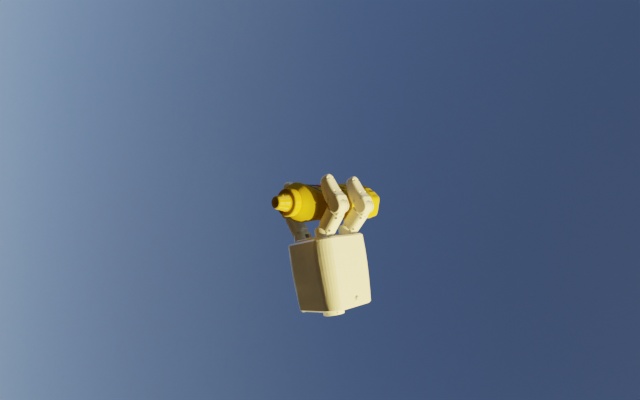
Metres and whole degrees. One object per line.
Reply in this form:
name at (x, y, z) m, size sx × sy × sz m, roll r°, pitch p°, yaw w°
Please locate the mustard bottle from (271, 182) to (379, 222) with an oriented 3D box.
mustard bottle at (0.000, 0.002, 0.738) m, size 0.096 × 0.058 × 0.191 m, roll 17°, pitch 13°, yaw 40°
